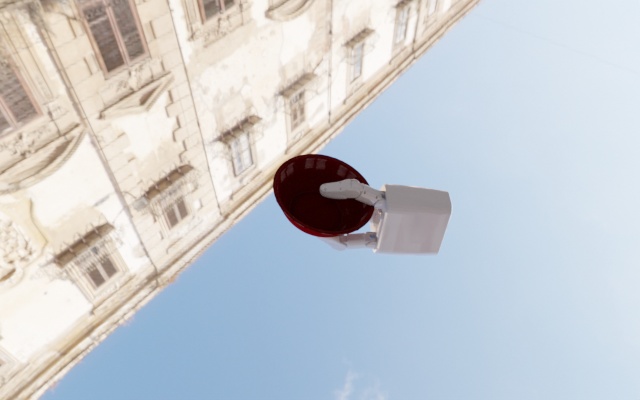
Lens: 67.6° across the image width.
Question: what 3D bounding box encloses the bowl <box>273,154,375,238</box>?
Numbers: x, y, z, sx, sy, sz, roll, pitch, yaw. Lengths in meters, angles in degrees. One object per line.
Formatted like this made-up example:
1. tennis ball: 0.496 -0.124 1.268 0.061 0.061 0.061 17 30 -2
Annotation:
1. bowl: -0.001 0.002 0.747 0.162 0.162 0.055 0 -39 -20
